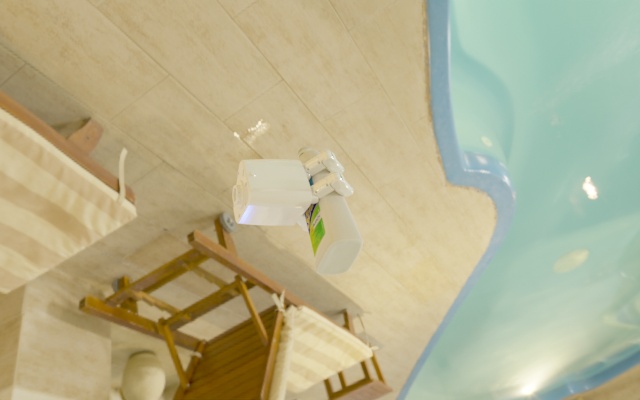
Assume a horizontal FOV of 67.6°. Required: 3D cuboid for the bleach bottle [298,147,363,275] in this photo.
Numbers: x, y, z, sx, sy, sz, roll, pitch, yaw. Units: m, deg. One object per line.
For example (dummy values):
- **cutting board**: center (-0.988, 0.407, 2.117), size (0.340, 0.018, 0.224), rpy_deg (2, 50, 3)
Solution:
- **bleach bottle**: center (0.000, 0.003, 0.856), size (0.068, 0.250, 0.103), rpy_deg (1, -43, -23)
